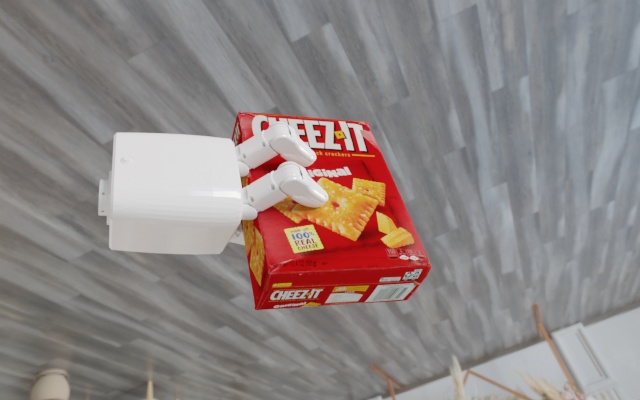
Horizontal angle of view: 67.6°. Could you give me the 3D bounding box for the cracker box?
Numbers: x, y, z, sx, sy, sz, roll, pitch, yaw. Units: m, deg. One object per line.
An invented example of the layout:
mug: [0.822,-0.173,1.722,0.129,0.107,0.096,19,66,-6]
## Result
cracker box: [0.000,0.002,0.502,0.164,0.213,0.072,1,-41,-22]
